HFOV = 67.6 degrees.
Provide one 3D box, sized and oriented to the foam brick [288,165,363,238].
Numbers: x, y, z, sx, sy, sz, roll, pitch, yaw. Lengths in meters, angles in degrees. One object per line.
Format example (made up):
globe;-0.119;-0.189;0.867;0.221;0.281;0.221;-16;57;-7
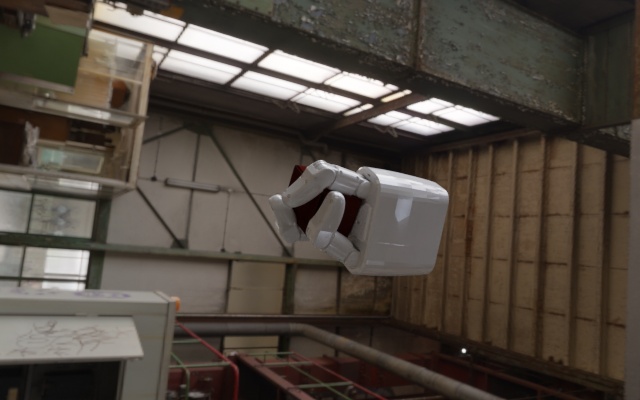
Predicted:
foam brick;0.000;0.002;0.534;0.051;0.053;0.078;7;25;-29
